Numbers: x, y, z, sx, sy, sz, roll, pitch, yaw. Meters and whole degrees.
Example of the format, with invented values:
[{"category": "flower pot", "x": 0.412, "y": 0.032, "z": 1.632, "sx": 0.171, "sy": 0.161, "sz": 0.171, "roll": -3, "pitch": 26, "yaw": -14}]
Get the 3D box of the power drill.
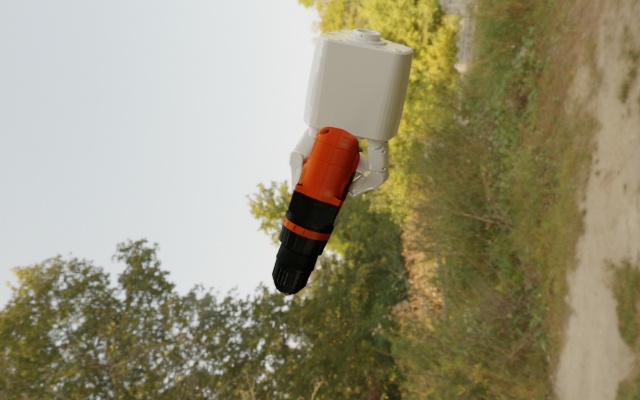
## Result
[{"category": "power drill", "x": 0.000, "y": 0.001, "z": 0.560, "sx": 0.057, "sy": 0.184, "sz": 0.187, "roll": 22, "pitch": 13, "yaw": 1}]
